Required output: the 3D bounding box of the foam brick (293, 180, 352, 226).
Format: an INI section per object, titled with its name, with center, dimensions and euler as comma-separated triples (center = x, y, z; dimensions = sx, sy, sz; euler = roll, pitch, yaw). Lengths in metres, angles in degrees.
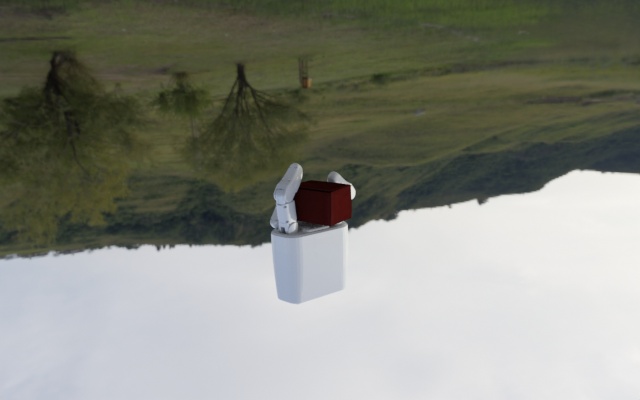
[foam brick]
center = 0.000, 0.002, 0.690
dimensions = 0.078, 0.051, 0.053
euler = 8, 16, 38
